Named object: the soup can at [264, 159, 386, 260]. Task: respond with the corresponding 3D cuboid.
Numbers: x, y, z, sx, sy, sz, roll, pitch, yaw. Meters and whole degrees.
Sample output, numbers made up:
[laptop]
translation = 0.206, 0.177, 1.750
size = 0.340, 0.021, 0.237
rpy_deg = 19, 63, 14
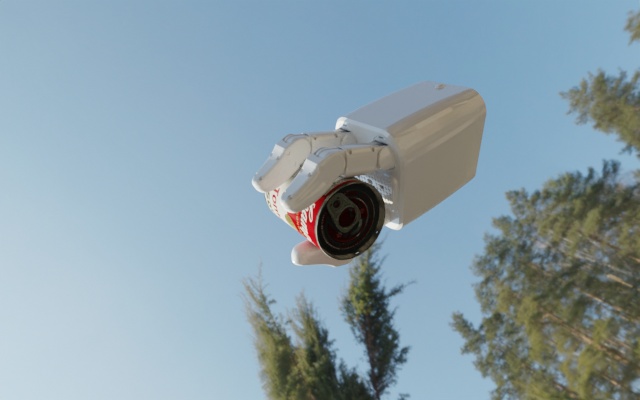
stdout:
[soup can]
translation = 0.000, 0.002, 0.427
size = 0.068, 0.068, 0.102
rpy_deg = 0, 18, -33
